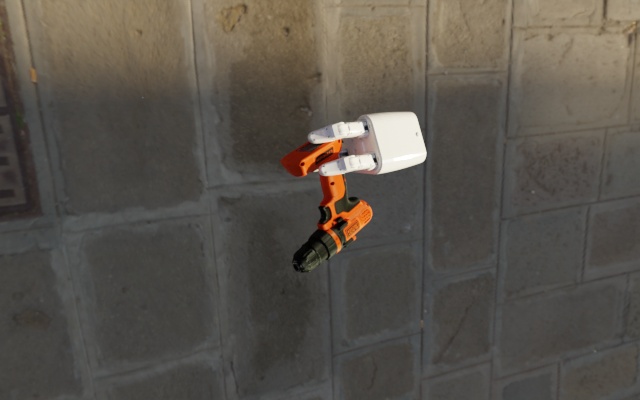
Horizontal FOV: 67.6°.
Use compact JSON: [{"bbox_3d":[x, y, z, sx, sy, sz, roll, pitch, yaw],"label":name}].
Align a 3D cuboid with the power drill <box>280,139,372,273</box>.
[{"bbox_3d":[0.000,0.002,0.781,0.057,0.188,0.184,9,37,43],"label":"power drill"}]
